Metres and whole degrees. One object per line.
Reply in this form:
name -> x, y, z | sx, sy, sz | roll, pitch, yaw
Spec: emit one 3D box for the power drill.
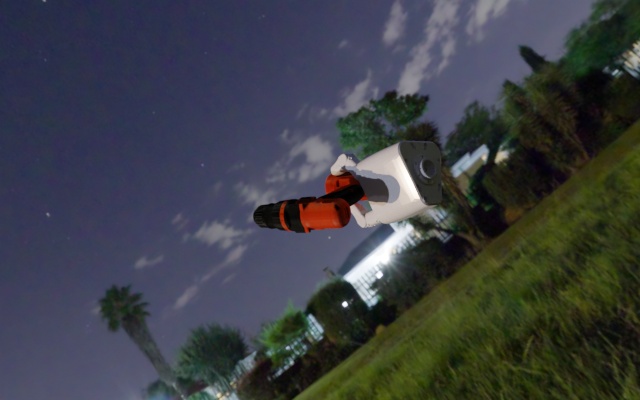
power drill -> 0.001, 0.002, 0.824 | 0.184, 0.057, 0.187 | -1, 20, 34
